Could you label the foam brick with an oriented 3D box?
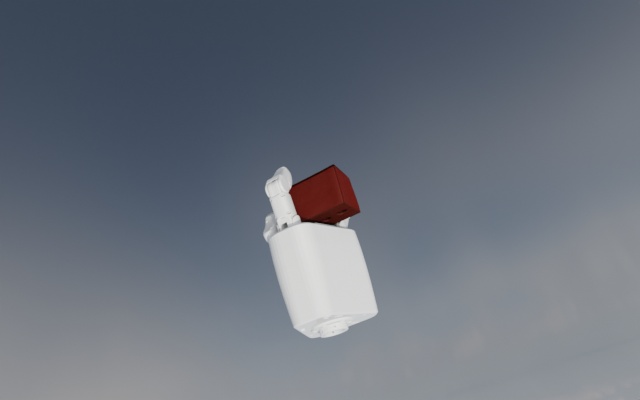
[{"bbox_3d":[0.000,0.002,0.579,0.078,0.051,0.053,-26,-26,18],"label":"foam brick"}]
